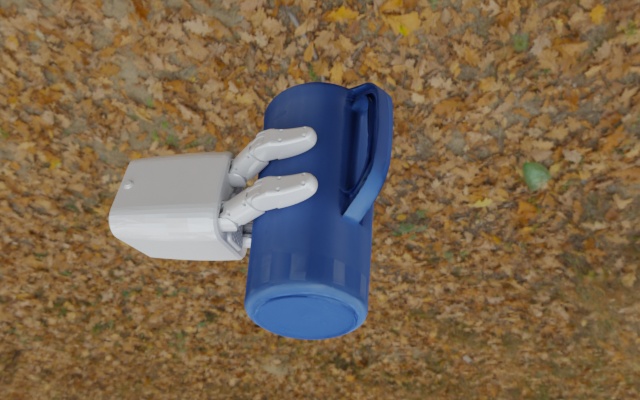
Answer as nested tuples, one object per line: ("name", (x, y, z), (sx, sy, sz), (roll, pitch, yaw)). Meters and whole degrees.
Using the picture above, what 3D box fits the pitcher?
("pitcher", (0.000, 0.002, 0.475), (0.145, 0.242, 0.149), (-1, -38, 6))
